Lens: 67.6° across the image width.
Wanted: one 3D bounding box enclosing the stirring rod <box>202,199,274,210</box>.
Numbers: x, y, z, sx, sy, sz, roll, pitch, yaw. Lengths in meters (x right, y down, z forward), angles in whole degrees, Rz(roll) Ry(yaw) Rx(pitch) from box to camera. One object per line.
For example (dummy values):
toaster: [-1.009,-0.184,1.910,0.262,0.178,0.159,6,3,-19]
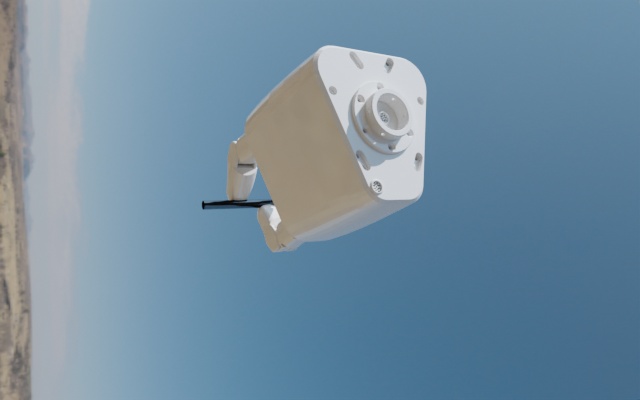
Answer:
stirring rod: [0.000,0.002,0.480,0.239,0.011,0.011,-1,1,-31]
